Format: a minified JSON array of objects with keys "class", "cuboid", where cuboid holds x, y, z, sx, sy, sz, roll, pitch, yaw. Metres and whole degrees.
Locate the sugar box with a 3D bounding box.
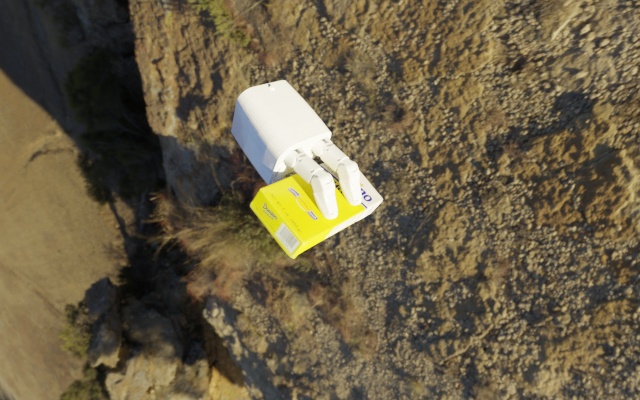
[{"class":"sugar box","cuboid":[0.000,0.002,0.656,0.176,0.093,0.048,-28,-17,-42]}]
